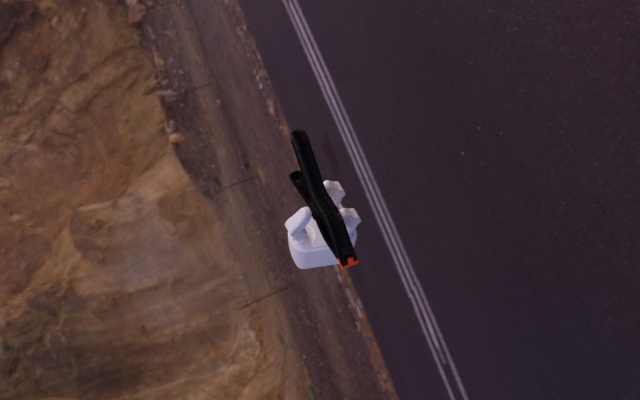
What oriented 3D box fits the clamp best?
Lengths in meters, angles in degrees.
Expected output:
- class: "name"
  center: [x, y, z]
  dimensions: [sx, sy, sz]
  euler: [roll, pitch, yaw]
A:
- class: "clamp"
  center: [0.000, 0.003, 0.725]
  dimensions: [0.036, 0.210, 0.165]
  euler: [-23, -23, -11]
